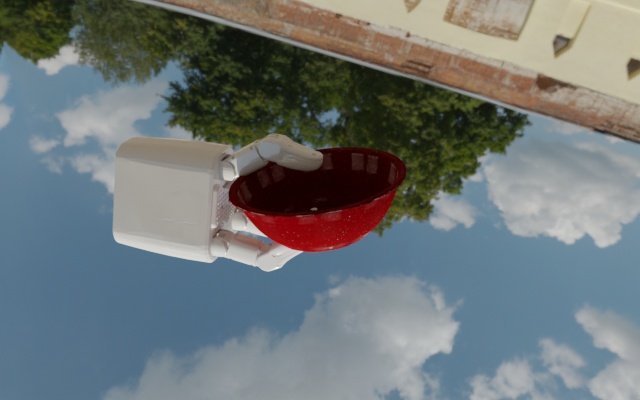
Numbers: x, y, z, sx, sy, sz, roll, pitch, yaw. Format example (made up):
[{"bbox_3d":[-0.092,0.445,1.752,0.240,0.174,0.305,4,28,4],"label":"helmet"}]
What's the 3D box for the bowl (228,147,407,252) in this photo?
[{"bbox_3d":[0.001,0.002,0.441,0.162,0.055,0.162,-8,23,3],"label":"bowl"}]
